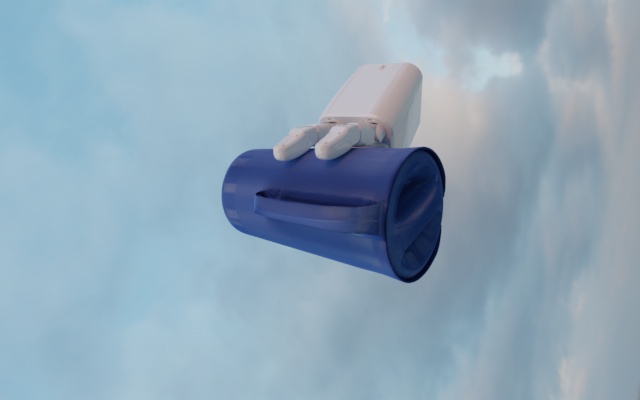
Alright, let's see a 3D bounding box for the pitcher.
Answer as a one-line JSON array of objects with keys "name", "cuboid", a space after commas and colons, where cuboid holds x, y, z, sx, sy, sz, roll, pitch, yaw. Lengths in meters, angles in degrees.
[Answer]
[{"name": "pitcher", "cuboid": [0.000, 0.002, 0.523, 0.243, 0.145, 0.149, 8, -36, 37]}]
